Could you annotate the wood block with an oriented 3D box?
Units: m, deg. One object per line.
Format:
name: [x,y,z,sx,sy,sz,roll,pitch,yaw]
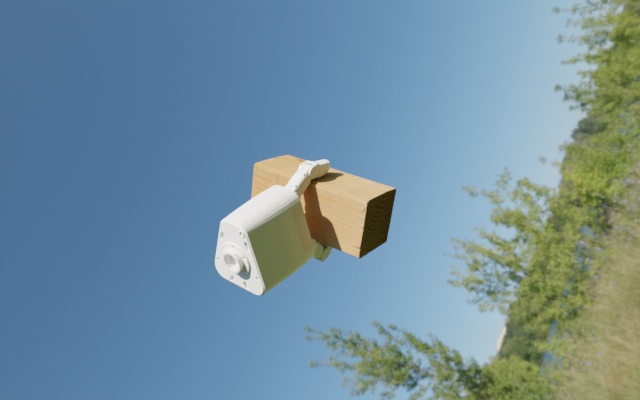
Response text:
wood block: [0.000,0.002,0.738,0.206,0.091,0.090,20,24,30]
